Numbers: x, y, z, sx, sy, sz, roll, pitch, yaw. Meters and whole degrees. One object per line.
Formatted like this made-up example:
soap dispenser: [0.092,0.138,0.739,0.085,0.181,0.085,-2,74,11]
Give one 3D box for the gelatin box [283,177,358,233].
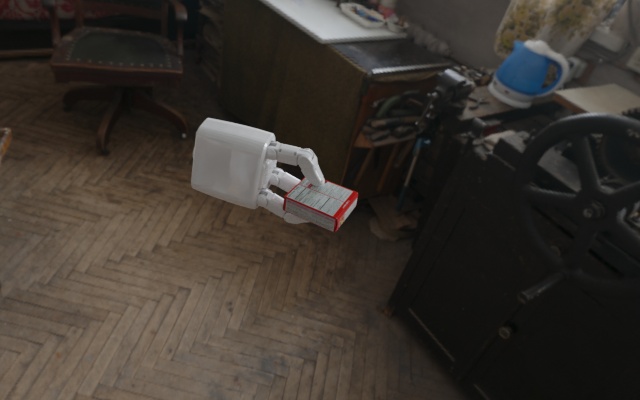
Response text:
gelatin box: [0.000,0.002,0.703,0.089,0.030,0.073,22,40,18]
